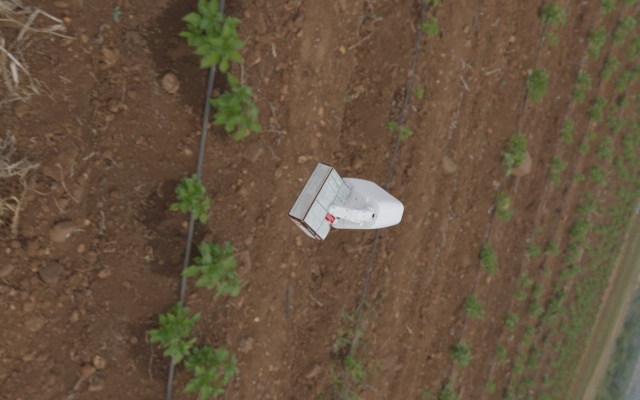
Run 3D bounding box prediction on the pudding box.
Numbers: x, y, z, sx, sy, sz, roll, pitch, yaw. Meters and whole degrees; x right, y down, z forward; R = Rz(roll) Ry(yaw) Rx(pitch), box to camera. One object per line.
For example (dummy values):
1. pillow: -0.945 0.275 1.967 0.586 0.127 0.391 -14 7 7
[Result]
1. pudding box: 0.000 0.003 0.837 0.039 0.113 0.090 19 -17 34
